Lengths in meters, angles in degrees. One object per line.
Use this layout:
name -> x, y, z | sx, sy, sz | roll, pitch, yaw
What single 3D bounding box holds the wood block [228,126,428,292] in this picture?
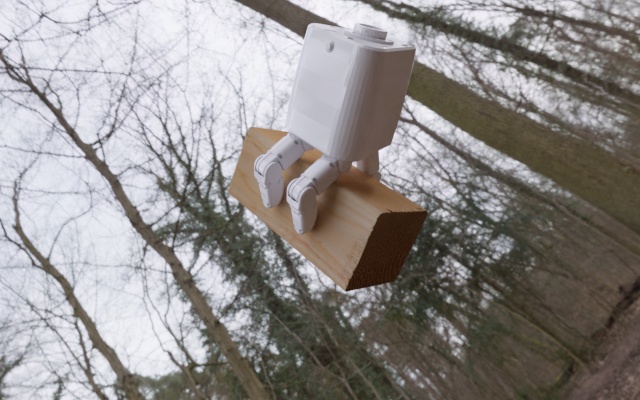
wood block -> 0.000, 0.001, 0.532 | 0.091, 0.090, 0.206 | 0, 28, -48
